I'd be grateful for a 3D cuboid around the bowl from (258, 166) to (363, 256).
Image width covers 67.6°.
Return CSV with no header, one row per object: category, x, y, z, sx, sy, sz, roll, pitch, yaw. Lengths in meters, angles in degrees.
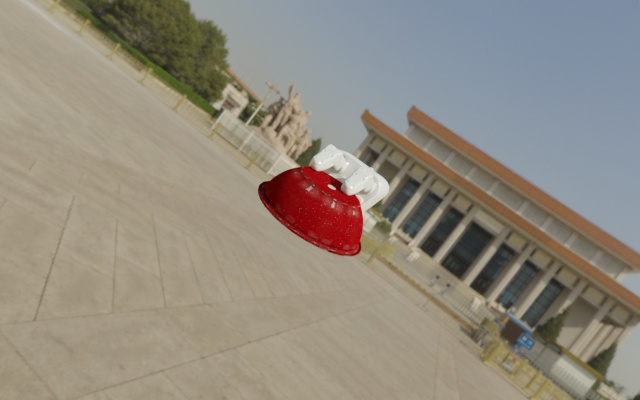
bowl,0.000,0.002,0.631,0.162,0.055,0.162,30,18,-11
